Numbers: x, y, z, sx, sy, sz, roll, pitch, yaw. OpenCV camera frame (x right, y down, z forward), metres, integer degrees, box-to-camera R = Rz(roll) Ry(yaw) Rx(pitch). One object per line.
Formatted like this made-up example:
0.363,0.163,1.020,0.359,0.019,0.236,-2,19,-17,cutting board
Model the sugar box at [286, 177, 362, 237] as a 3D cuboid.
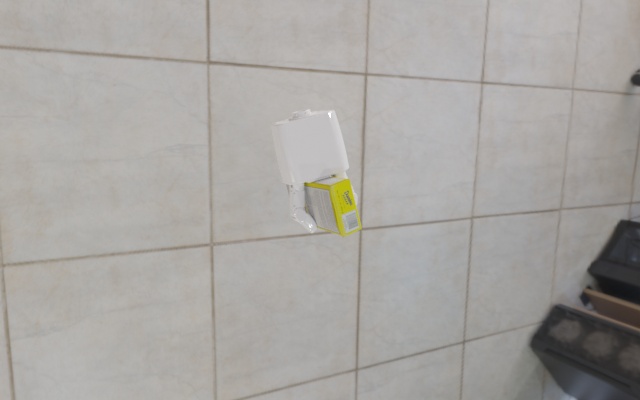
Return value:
0.001,0.003,0.858,0.048,0.093,0.176,-21,17,-24,sugar box
